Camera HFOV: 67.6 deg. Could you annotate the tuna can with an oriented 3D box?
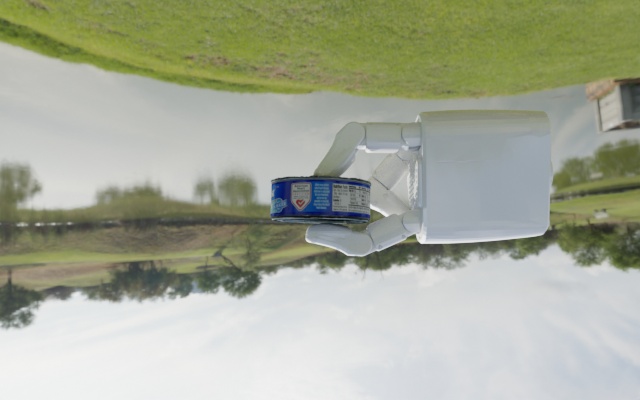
[{"bbox_3d":[0.000,0.002,0.406,0.086,0.033,0.086,1,-6,0],"label":"tuna can"}]
